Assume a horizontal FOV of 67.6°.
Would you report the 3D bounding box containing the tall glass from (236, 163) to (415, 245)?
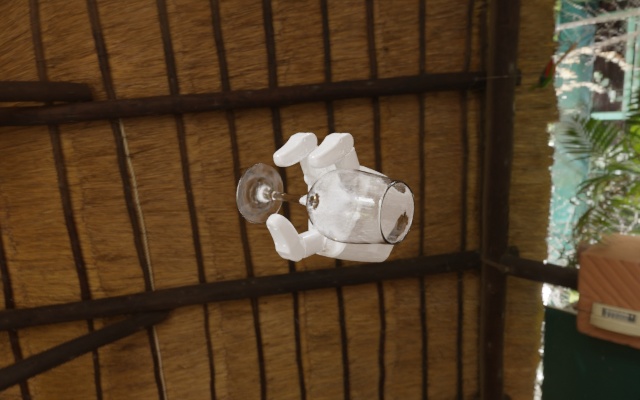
[{"bbox_3d":[-0.001,0.002,0.520,0.201,0.079,0.079,8,5,42],"label":"tall glass"}]
